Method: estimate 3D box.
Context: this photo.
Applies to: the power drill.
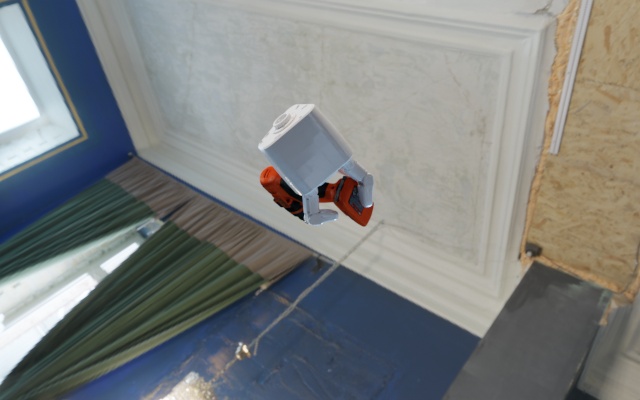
[{"bbox_3d":[0.000,0.003,0.889,0.187,0.057,0.184,6,-23,35],"label":"power drill"}]
